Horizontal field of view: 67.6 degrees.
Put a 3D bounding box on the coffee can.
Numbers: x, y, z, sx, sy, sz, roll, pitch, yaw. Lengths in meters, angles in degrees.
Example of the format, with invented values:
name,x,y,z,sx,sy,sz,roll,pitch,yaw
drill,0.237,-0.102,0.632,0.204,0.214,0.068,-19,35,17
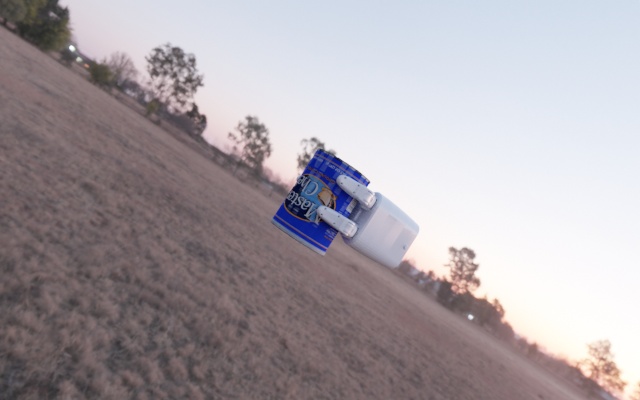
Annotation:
name,x,y,z,sx,sy,sz,roll,pitch,yaw
coffee can,0.000,0.003,0.766,0.103,0.140,0.103,33,-2,1
